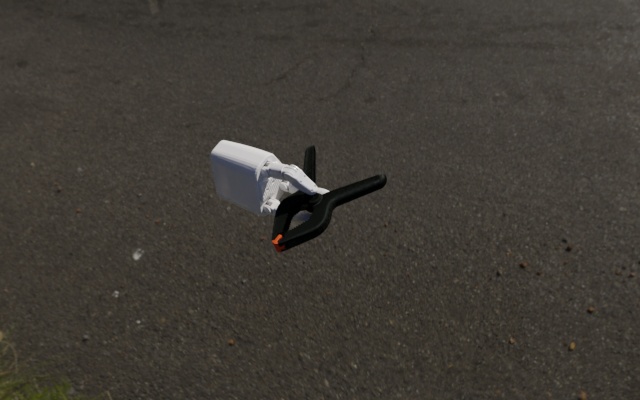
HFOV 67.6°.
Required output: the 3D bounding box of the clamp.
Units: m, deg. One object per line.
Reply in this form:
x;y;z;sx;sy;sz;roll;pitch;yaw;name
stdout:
-0.001;0.002;0.782;0.164;0.210;0.036;18;-31;27;clamp
